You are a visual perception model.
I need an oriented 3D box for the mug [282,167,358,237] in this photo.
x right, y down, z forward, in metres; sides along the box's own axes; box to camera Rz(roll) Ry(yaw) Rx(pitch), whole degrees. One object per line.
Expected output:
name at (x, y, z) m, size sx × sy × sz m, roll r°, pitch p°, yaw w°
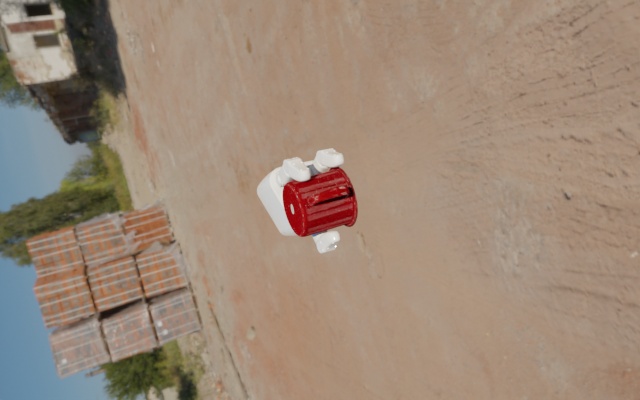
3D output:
mug at (0.000, 0.002, 0.678) m, size 0.081 × 0.093 × 0.117 m, roll -16°, pitch -4°, yaw -22°
